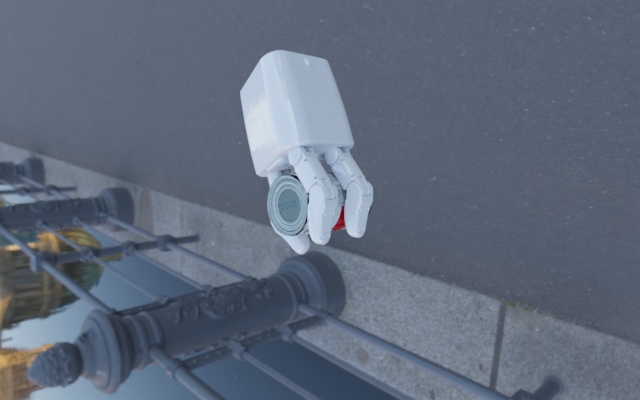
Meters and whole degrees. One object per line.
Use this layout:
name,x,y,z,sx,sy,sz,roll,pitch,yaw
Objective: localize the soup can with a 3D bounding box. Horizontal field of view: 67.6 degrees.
soup can,0.000,0.002,0.534,0.068,0.068,0.102,0,3,45
